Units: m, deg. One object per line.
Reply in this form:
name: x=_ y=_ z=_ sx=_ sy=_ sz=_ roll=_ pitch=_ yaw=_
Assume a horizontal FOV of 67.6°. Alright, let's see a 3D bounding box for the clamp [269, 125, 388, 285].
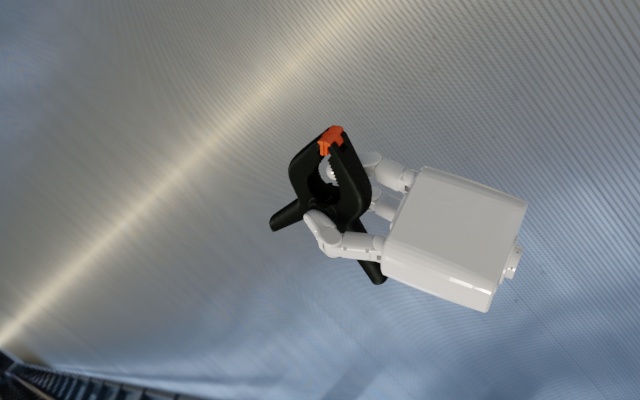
clamp: x=0.000 y=0.002 z=0.524 sx=0.164 sy=0.210 sz=0.036 roll=20 pitch=53 yaw=23
